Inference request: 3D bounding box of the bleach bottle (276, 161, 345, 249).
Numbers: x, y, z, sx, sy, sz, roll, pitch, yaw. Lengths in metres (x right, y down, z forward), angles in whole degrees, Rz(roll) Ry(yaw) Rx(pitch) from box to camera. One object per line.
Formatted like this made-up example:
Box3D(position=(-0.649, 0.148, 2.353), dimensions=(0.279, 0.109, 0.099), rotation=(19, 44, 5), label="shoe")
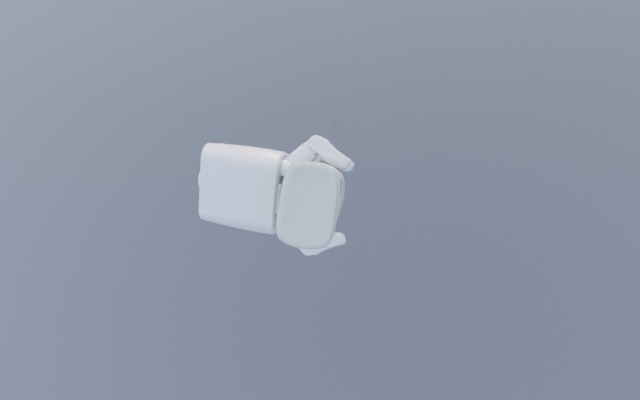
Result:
Box3D(position=(0.000, 0.002, 0.655), dimensions=(0.068, 0.102, 0.251), rotation=(9, 2, 7), label="bleach bottle")
